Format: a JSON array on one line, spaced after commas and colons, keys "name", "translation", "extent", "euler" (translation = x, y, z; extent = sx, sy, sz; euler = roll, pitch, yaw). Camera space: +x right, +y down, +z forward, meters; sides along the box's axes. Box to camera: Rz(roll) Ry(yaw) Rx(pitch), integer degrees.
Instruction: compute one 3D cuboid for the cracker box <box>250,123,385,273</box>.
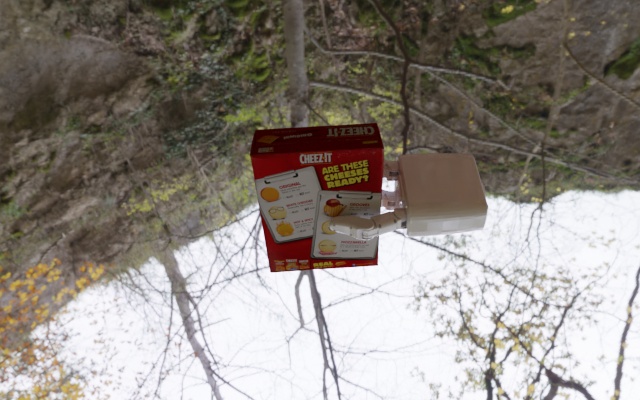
[{"name": "cracker box", "translation": [0.000, 0.002, 0.662], "extent": [0.164, 0.214, 0.072], "euler": [-4, 40, 0]}]
